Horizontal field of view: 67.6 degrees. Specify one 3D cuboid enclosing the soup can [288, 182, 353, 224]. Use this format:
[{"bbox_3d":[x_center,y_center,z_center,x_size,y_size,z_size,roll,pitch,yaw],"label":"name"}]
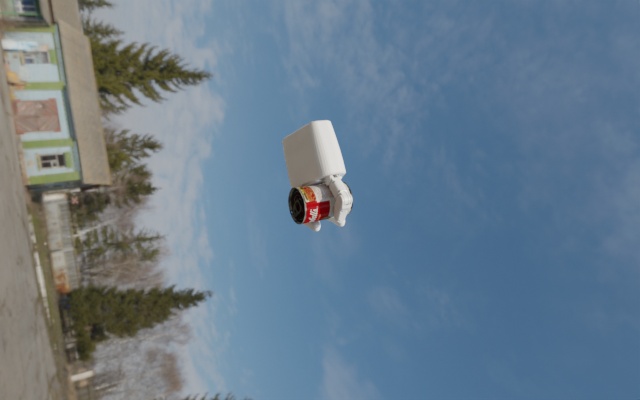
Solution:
[{"bbox_3d":[0.001,0.003,0.887,0.102,0.068,0.068,-9,4,-28],"label":"soup can"}]
